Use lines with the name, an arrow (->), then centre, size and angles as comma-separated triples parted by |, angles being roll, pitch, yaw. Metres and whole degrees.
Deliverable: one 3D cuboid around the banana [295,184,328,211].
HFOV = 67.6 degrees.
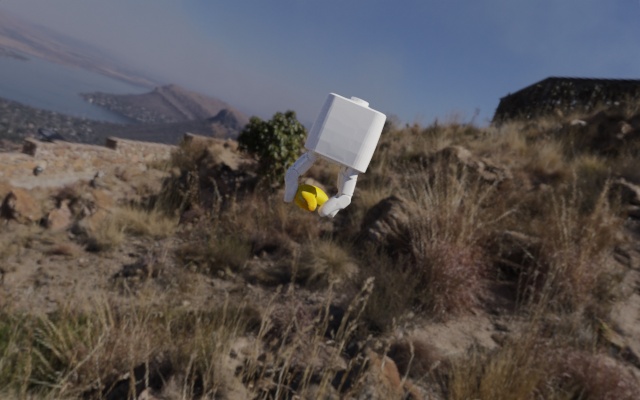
banana -> -0.015, -0.005, 0.895 | 0.069, 0.037, 0.198 | 27, 6, 13
